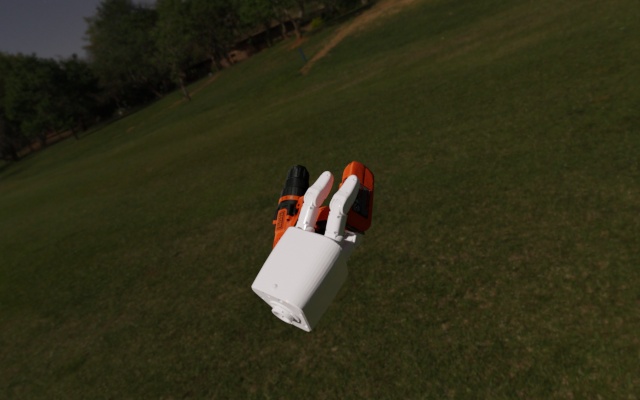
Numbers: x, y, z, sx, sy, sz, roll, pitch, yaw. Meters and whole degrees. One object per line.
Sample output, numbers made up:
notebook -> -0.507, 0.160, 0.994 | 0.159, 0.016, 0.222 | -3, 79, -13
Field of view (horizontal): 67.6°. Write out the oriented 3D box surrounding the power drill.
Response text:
power drill -> 0.000, 0.003, 0.773 | 0.057, 0.184, 0.188 | 26, -33, -35
